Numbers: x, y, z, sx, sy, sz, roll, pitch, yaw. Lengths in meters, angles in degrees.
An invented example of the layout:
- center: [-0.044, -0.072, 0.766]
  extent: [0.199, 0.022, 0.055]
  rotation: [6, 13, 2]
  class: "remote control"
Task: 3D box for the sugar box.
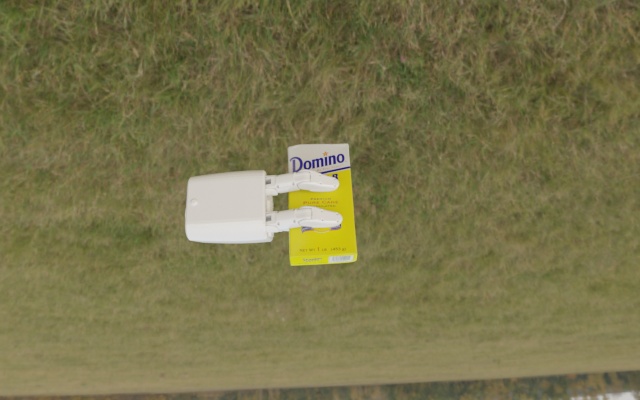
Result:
- center: [0.000, 0.002, 0.685]
  extent: [0.093, 0.176, 0.048]
  rotation: [-2, -23, -2]
  class: "sugar box"
